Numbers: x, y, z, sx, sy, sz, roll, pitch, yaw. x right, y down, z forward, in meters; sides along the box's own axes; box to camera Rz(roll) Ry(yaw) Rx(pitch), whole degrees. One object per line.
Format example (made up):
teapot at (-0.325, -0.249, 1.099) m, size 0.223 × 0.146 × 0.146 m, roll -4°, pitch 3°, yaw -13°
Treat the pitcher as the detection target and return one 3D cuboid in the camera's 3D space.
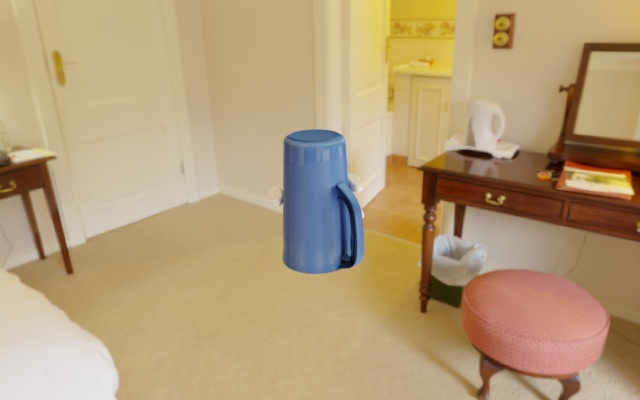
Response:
pitcher at (0.000, 0.003, 0.857) m, size 0.149 × 0.243 × 0.145 m, roll -1°, pitch 21°, yaw 1°
